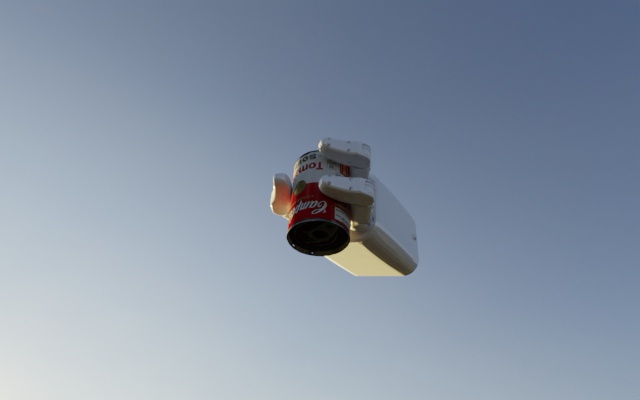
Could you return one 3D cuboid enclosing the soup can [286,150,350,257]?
[{"bbox_3d":[0.000,0.001,0.536,0.068,0.102,0.069,2,-38,2],"label":"soup can"}]
